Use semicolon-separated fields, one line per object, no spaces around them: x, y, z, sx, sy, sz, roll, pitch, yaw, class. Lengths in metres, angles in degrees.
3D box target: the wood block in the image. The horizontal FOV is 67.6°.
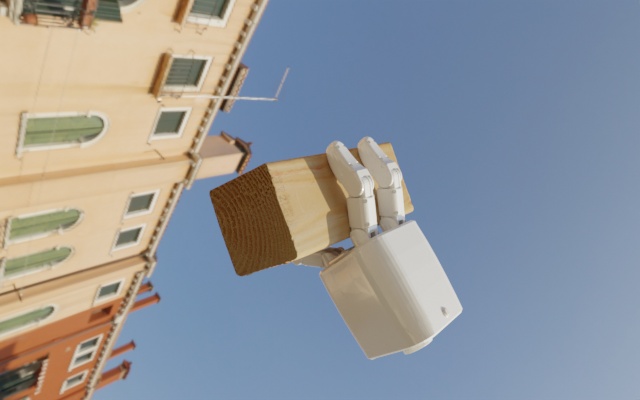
0.000;0.002;0.510;0.091;0.090;0.206;-22;-4;40;wood block
